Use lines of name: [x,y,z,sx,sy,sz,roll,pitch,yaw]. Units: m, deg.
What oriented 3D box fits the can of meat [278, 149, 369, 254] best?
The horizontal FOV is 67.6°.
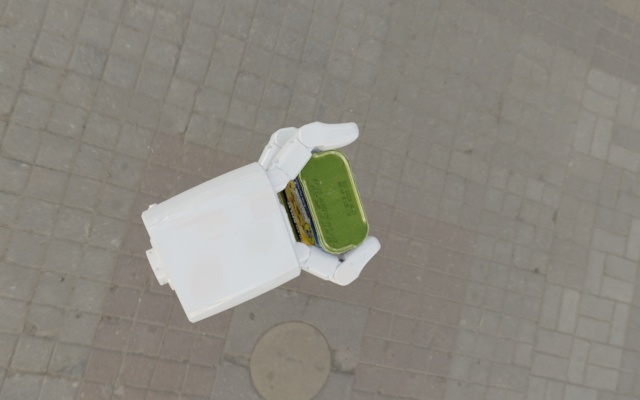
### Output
can of meat: [0.000,0.002,0.477,0.057,0.102,0.084,-20,5,-18]
